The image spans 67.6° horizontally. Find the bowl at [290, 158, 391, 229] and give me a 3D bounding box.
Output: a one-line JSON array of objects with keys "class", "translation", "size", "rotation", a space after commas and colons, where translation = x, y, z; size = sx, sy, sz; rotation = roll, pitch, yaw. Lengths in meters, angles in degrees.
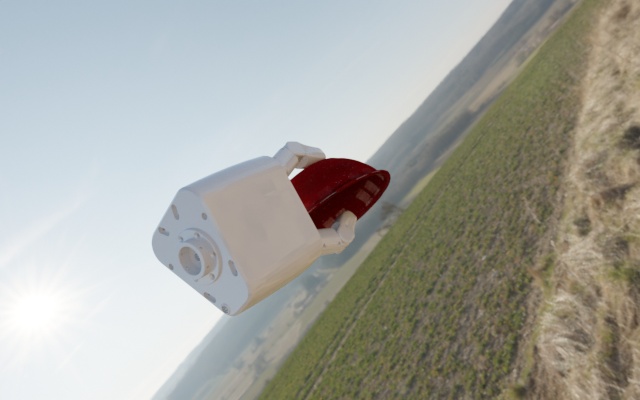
[{"class": "bowl", "translation": [0.000, 0.001, 0.544], "size": [0.162, 0.055, 0.162], "rotation": [-33, -18, -12]}]
